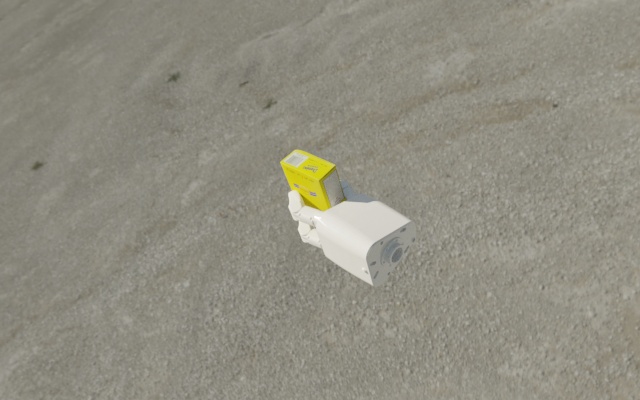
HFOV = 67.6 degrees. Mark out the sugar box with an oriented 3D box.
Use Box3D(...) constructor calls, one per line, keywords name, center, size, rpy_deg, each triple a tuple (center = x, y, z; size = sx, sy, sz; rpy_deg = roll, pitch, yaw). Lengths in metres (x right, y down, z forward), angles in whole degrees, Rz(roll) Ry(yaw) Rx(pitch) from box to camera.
Box3D(name="sugar box", center=(0.000, 0.003, 0.804), size=(0.093, 0.176, 0.048), rpy_deg=(27, 58, 39))
